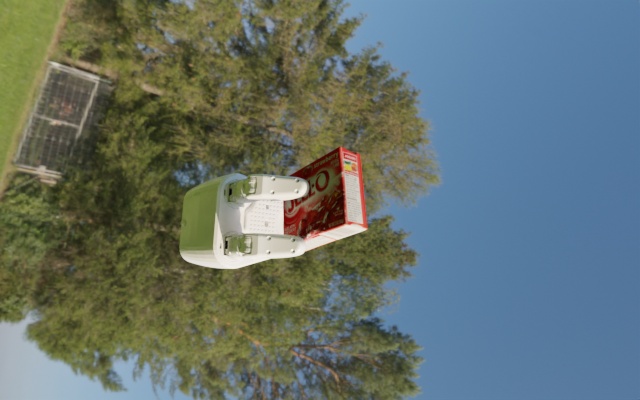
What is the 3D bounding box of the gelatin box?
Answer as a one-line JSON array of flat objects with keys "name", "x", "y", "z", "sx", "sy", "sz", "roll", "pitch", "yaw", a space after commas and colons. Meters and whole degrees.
[{"name": "gelatin box", "x": 0.001, "y": 0.001, "z": 0.443, "sx": 0.030, "sy": 0.073, "sz": 0.089, "roll": 14, "pitch": -27, "yaw": -39}]
